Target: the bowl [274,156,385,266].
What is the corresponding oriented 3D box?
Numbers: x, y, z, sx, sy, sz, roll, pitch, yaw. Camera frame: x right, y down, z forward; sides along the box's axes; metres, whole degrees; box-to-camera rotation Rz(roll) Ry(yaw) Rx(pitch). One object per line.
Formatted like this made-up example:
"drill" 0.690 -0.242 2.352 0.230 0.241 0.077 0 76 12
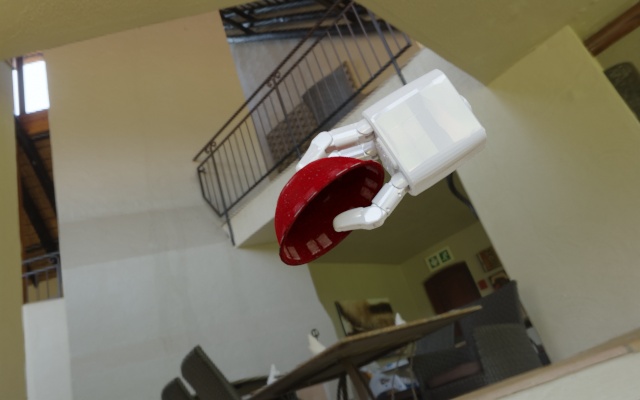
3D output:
"bowl" -0.001 0.002 0.569 0.055 0.162 0.162 44 22 24
